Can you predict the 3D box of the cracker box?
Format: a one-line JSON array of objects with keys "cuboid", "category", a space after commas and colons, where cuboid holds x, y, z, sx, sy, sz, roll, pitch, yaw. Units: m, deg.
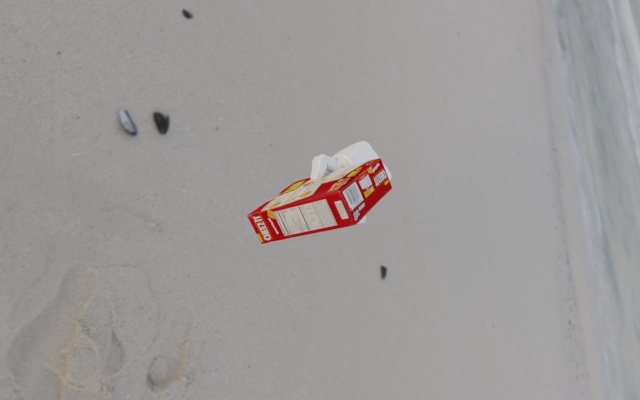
[{"cuboid": [0.000, 0.003, 0.871, 0.214, 0.072, 0.164, -15, 15, 37], "category": "cracker box"}]
